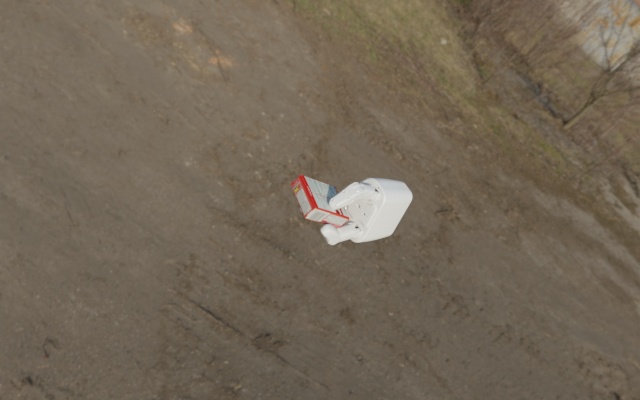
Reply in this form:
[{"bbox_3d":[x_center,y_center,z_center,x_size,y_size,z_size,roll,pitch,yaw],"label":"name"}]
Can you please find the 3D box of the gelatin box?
[{"bbox_3d":[0.000,0.002,0.786,0.089,0.073,0.030,18,-52,-45],"label":"gelatin box"}]
